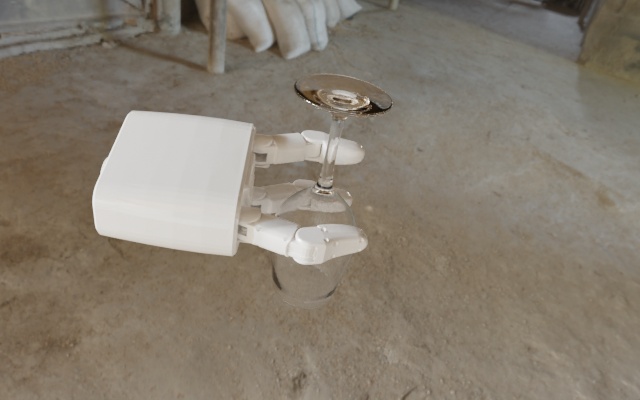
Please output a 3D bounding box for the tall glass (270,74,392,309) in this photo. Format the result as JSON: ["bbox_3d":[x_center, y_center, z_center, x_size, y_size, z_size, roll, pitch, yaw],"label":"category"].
[{"bbox_3d":[0.000,0.001,0.408,0.079,0.201,0.079,8,34,-5],"label":"tall glass"}]
